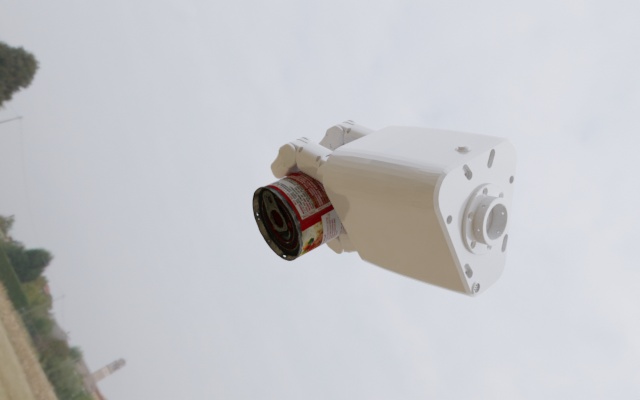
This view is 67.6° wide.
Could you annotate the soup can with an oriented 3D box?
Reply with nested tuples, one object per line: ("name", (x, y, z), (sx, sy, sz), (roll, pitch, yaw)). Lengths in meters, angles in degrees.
("soup can", (0.000, 0.001, 0.427), (0.102, 0.068, 0.068), (-26, 15, -32))
